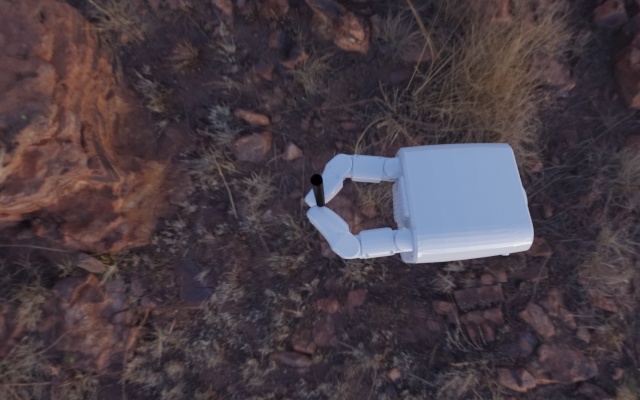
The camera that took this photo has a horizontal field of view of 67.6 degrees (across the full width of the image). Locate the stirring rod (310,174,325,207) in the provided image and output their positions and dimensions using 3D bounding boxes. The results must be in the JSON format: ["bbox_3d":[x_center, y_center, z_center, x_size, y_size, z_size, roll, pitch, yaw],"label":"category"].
[{"bbox_3d":[0.000,0.001,0.423,0.011,0.011,0.239,0,-7,1],"label":"stirring rod"}]
